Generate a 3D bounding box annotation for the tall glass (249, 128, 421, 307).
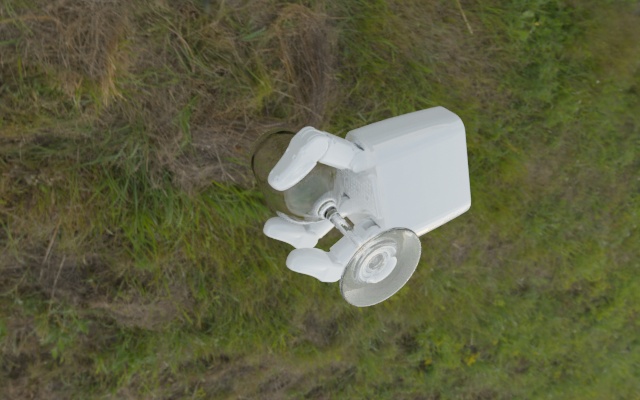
[{"bbox_3d":[0.000,0.002,0.434,0.079,0.079,0.201,0,30,-34],"label":"tall glass"}]
